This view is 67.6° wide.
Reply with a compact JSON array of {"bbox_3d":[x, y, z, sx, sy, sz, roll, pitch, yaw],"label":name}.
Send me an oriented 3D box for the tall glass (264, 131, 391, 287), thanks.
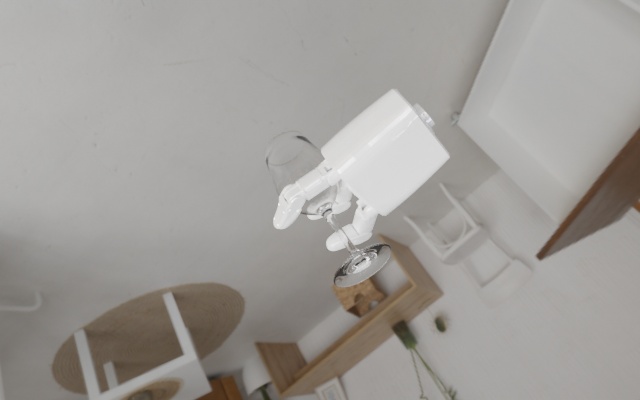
[{"bbox_3d":[0.000,0.002,0.576,0.079,0.201,0.079,-24,-33,-17],"label":"tall glass"}]
